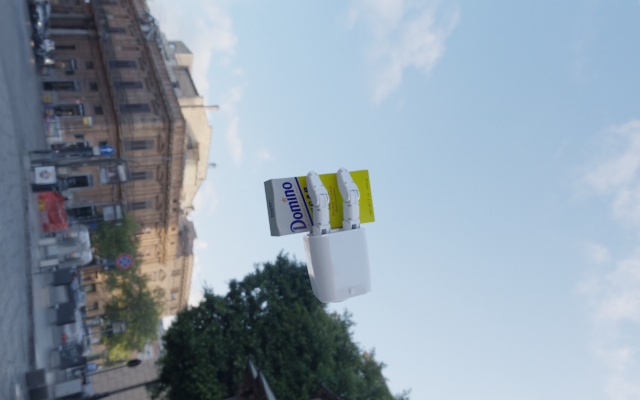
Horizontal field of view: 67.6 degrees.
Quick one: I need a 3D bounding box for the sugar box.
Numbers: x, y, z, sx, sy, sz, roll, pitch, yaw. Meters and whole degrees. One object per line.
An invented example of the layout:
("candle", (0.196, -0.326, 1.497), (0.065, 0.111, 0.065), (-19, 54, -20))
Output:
("sugar box", (0.000, 0.003, 0.788), (0.176, 0.093, 0.048), (-8, -1, -26))
